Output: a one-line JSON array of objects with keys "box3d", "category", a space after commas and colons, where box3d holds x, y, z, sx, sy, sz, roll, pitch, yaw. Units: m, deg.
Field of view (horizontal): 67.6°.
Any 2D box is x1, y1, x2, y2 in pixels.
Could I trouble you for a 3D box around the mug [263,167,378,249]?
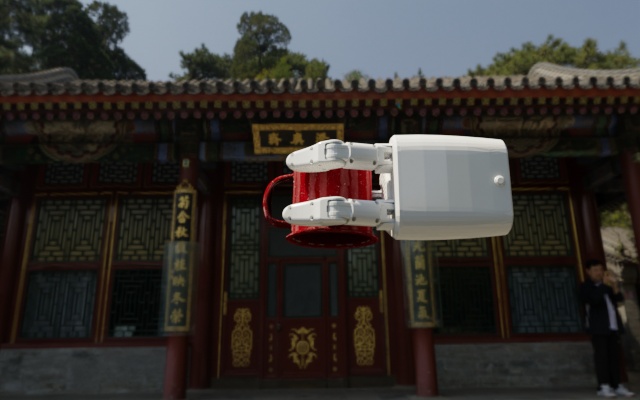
[{"box3d": [-0.001, 0.001, 0.490, 0.117, 0.081, 0.093, 1, -16, -2], "category": "mug"}]
